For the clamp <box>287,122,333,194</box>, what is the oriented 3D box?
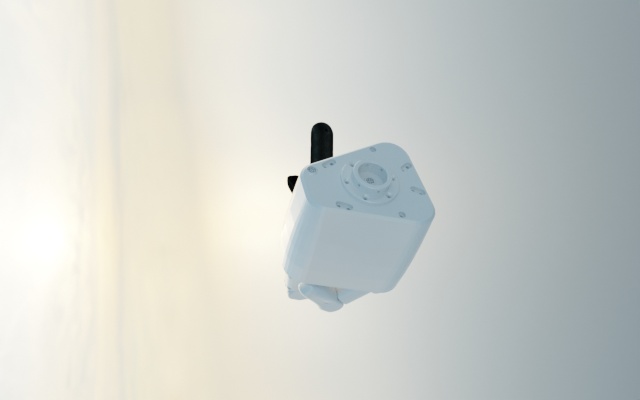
[{"bbox_3d":[0.000,0.002,0.528,0.039,0.171,0.120,-5,-38,-19],"label":"clamp"}]
